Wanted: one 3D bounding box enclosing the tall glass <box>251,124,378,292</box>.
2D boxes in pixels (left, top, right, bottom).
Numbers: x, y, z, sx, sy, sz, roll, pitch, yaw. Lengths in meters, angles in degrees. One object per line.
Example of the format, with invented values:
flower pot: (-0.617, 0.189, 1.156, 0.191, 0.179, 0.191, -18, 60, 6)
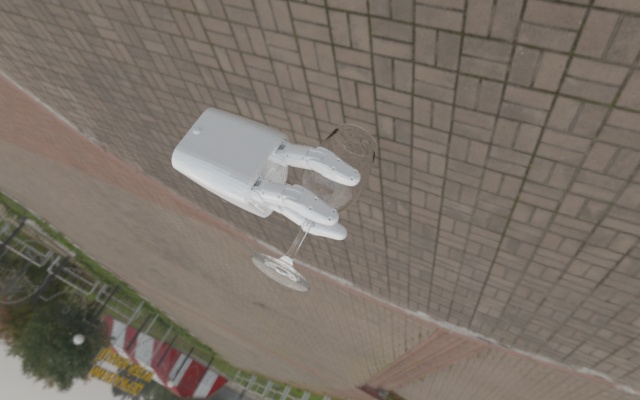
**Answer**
tall glass: (0.000, 0.002, 0.566, 0.079, 0.201, 0.079, 24, -25, 13)
